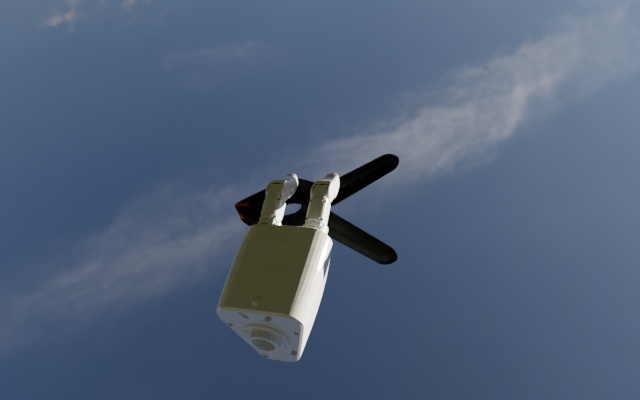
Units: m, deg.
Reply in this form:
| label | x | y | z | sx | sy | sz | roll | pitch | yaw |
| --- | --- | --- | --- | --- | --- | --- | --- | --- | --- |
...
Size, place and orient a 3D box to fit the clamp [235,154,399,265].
| label | x | y | z | sx | sy | sz | roll | pitch | yaw |
| --- | --- | --- | --- | --- | --- | --- | --- | --- | --- |
| clamp | 0.000 | 0.003 | 0.590 | 0.210 | 0.164 | 0.036 | 2 | -43 | 18 |
